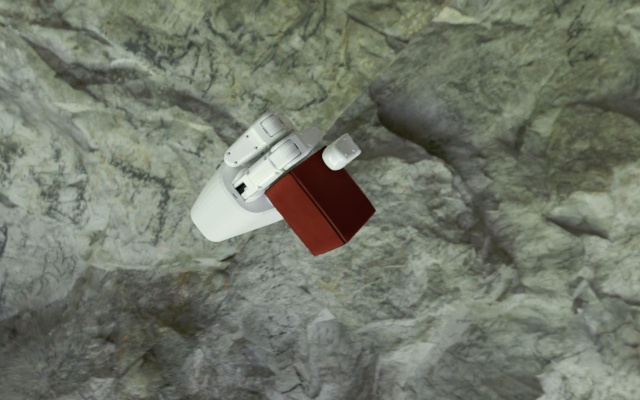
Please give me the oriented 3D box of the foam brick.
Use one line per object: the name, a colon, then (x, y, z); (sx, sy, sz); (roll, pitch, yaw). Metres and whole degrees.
foam brick: (0.000, 0.002, 0.429); (0.053, 0.078, 0.051); (-40, 4, -39)
